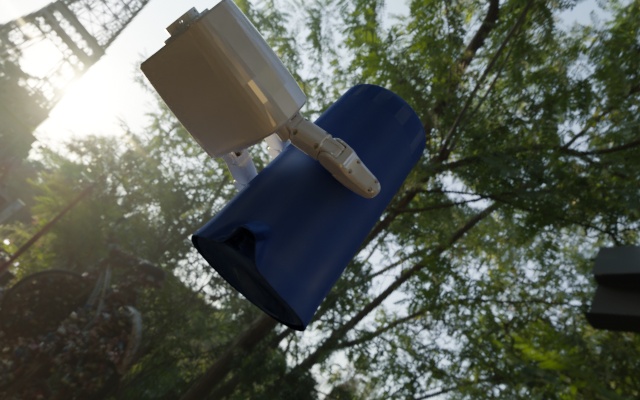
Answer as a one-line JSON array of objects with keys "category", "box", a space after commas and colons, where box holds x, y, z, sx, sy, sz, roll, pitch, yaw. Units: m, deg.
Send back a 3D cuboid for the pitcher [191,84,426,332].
[{"category": "pitcher", "box": [0.000, 0.001, 0.487, 0.242, 0.145, 0.149, -49, 25, -23]}]
